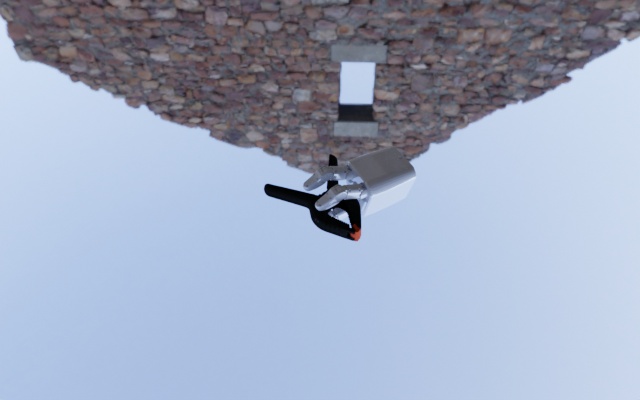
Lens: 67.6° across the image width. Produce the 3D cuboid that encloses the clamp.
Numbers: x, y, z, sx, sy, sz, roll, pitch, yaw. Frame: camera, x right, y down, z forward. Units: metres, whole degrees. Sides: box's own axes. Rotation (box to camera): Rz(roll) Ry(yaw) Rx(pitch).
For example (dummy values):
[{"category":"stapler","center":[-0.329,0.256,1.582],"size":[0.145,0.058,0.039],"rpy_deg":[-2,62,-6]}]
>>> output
[{"category":"clamp","center":[0.001,0.004,0.891],"size":[0.164,0.036,0.210],"rpy_deg":[-22,50,-16]}]
